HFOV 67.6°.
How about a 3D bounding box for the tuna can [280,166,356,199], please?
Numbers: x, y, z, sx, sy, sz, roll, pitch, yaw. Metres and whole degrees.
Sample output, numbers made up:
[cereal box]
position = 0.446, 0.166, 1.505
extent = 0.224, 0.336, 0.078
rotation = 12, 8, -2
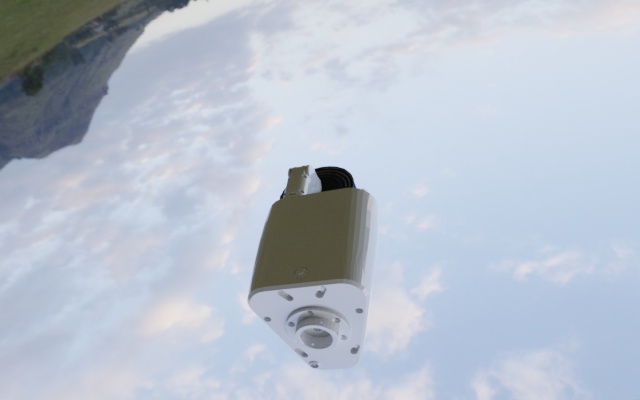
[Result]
[tuna can]
position = 0.000, 0.002, 0.524
extent = 0.086, 0.034, 0.086
rotation = -15, 37, 12
